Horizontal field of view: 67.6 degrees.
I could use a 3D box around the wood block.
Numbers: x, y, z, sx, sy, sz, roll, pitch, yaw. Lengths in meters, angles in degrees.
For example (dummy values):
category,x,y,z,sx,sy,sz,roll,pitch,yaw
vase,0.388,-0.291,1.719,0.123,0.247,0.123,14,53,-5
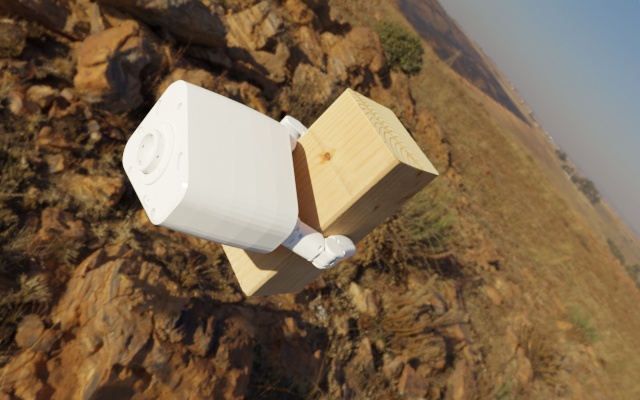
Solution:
category,x,y,z,sx,sy,sz,roll,pitch,yaw
wood block,0.000,0.002,0.482,0.206,0.090,0.090,-43,-28,24
